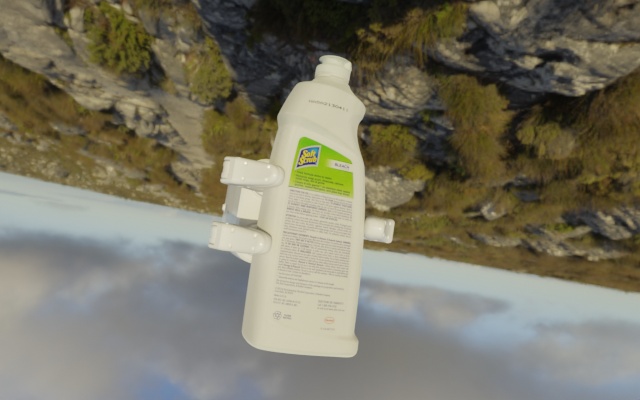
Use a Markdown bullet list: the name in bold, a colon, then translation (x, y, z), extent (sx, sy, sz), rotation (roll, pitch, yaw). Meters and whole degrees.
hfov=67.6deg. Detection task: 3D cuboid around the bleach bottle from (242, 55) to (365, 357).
- **bleach bottle**: translation (0.000, 0.001, 0.419), extent (0.102, 0.251, 0.068), rotation (11, -4, -20)
